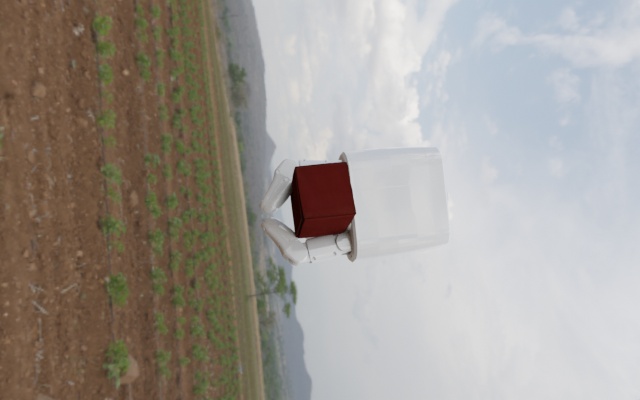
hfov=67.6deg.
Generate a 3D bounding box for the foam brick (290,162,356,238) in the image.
[{"bbox_3d":[0.000,0.002,0.467,0.051,0.053,0.078,-6,-16,-9],"label":"foam brick"}]
